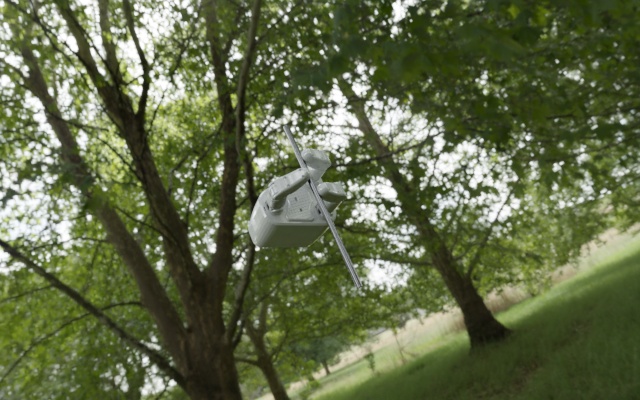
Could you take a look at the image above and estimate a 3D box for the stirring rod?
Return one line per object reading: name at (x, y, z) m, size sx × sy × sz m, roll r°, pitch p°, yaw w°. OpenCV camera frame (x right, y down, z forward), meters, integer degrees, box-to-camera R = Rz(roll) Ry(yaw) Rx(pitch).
stirring rod at (0.000, 0.002, 0.620) m, size 0.011 × 0.239 × 0.011 m, roll -22°, pitch -18°, yaw -8°
